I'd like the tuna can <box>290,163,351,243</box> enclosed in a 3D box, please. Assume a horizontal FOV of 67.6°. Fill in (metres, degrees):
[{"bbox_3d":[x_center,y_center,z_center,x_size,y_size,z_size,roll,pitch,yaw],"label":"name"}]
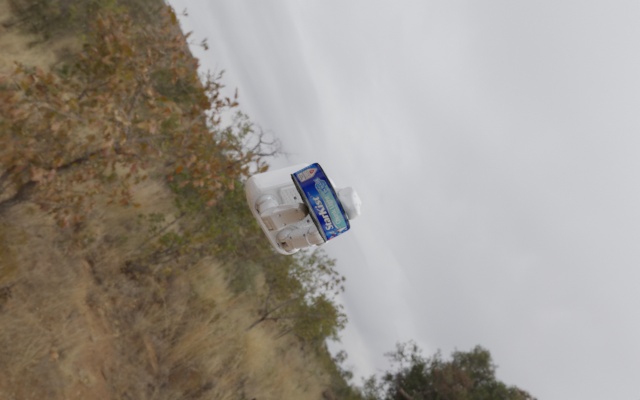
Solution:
[{"bbox_3d":[0.001,0.001,0.530,0.034,0.086,0.086,-27,2,-4],"label":"tuna can"}]
